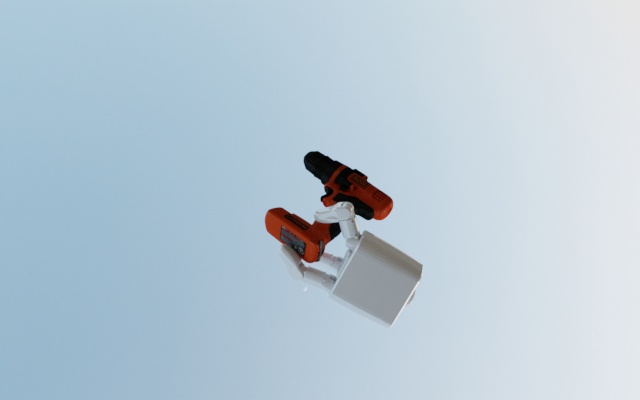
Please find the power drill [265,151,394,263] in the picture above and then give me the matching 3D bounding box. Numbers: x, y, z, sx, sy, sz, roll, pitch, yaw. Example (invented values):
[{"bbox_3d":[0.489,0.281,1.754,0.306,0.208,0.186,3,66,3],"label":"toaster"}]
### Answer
[{"bbox_3d":[0.000,0.003,0.778,0.184,0.057,0.187,34,52,24],"label":"power drill"}]
